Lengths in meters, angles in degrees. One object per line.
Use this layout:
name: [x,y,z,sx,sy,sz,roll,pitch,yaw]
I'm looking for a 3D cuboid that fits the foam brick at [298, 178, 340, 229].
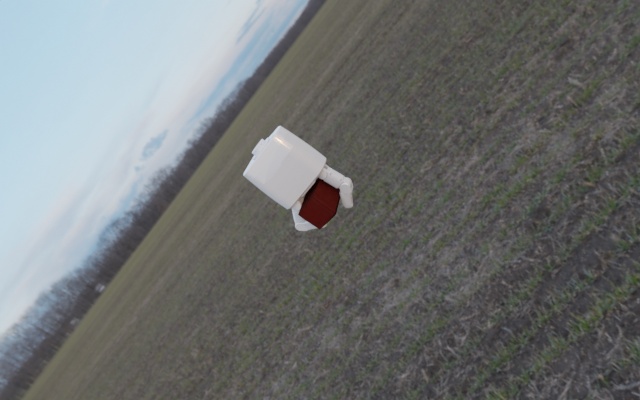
foam brick: [0.000,0.003,0.874,0.051,0.053,0.078,35,35,-13]
